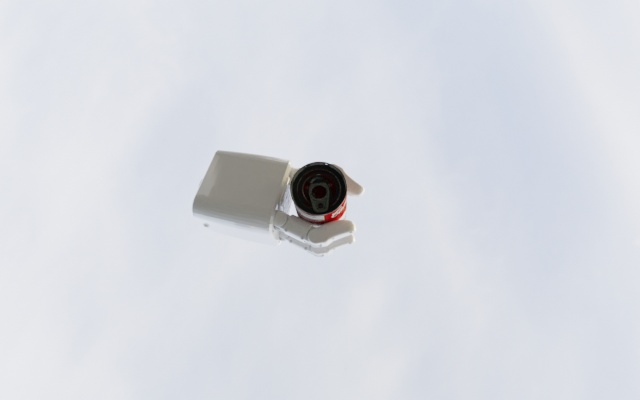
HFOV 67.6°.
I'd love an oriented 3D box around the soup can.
[{"bbox_3d":[0.001,0.002,0.608,0.068,0.068,0.102,0,-19,3],"label":"soup can"}]
